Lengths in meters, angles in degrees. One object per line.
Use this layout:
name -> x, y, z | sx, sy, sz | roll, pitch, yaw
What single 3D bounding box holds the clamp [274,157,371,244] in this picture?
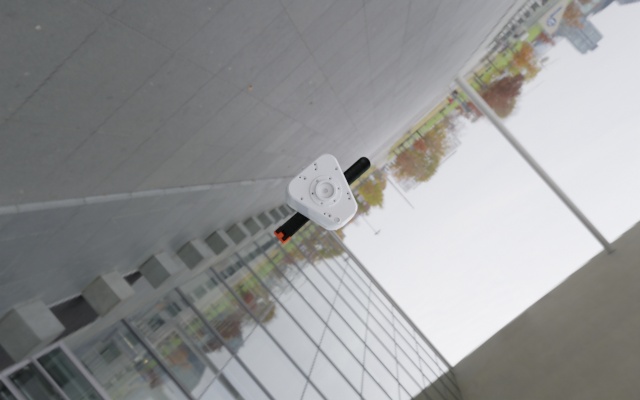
clamp -> 0.000, 0.004, 0.900 | 0.210, 0.036, 0.164 | -41, -2, -7
